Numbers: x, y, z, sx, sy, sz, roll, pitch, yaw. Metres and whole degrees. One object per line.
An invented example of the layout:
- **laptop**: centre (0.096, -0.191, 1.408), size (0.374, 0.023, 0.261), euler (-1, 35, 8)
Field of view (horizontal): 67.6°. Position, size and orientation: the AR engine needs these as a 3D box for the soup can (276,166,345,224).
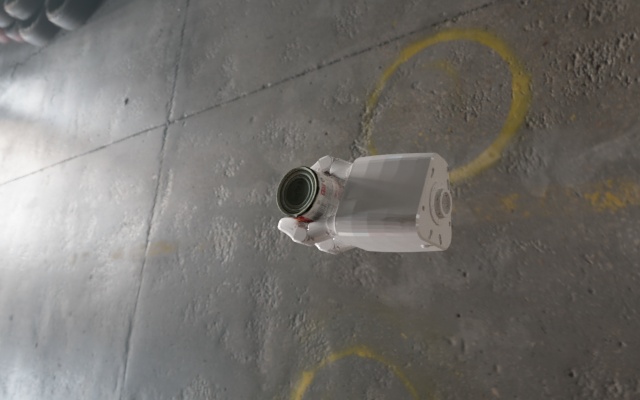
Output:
- **soup can**: centre (0.000, 0.002, 0.623), size (0.068, 0.068, 0.102), euler (0, -16, 38)
